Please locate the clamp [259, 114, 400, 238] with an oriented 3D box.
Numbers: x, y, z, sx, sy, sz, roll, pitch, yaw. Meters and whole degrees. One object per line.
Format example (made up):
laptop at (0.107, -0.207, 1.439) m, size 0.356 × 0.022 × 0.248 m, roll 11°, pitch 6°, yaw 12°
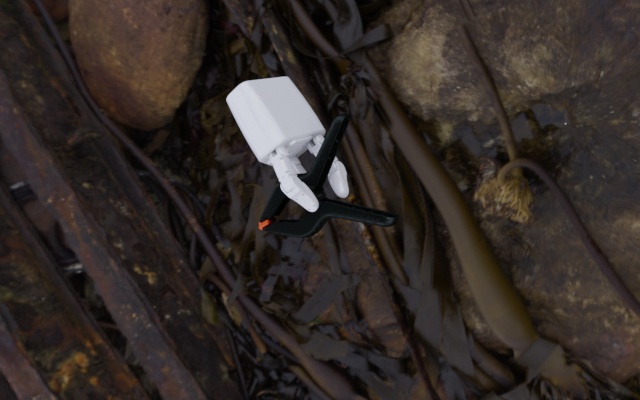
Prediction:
clamp at (-0.001, 0.002, 0.676) m, size 0.210 × 0.164 × 0.036 m, roll -36°, pitch -11°, yaw 27°
